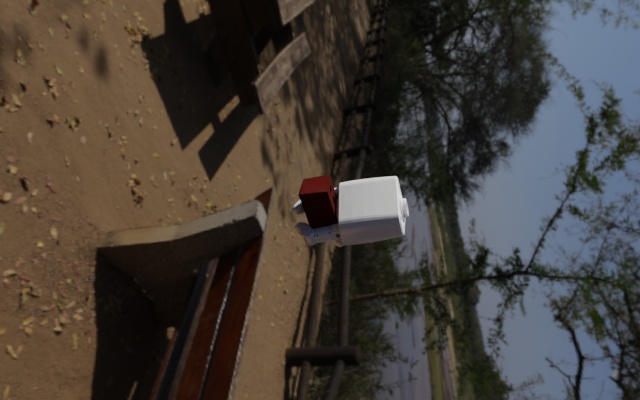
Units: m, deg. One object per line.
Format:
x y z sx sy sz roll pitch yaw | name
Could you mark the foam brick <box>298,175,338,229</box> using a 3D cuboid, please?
0.000 0.003 0.835 0.051 0.078 0.053 -8 35 15 | foam brick
